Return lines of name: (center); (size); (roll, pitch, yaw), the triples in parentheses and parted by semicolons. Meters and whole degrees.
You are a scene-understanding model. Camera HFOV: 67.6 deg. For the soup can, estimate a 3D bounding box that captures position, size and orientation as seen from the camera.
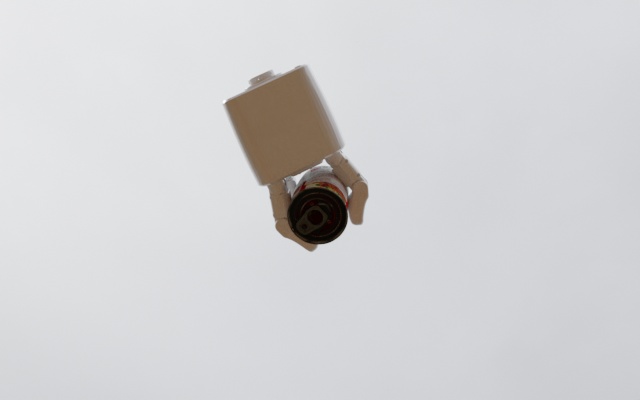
soup can: (0.000, 0.002, 0.572); (0.068, 0.068, 0.102); (0, 18, 4)
